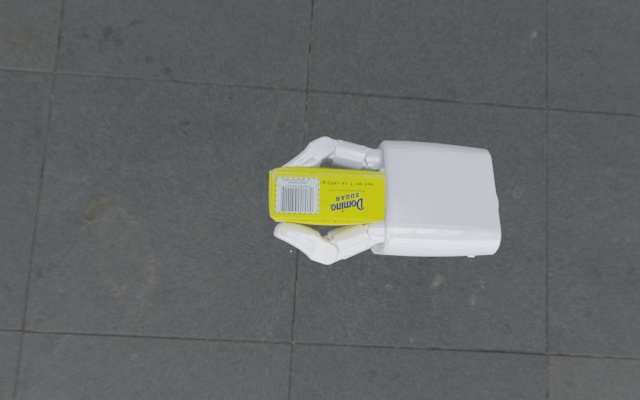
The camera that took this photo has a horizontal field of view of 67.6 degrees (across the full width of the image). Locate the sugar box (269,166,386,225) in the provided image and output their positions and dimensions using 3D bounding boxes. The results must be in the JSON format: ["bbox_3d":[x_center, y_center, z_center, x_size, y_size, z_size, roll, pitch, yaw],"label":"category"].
[{"bbox_3d":[0.000,0.002,0.457,0.093,0.048,0.176,3,-6,-3],"label":"sugar box"}]
